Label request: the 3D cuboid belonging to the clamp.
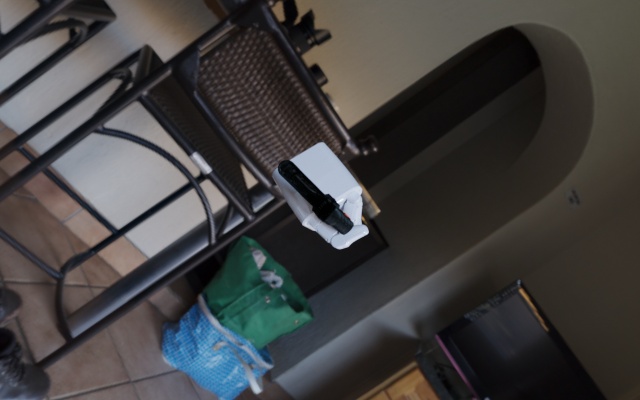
[{"bbox_3d":[0.001,0.002,0.692,0.039,0.120,0.171,-38,-19,1],"label":"clamp"}]
